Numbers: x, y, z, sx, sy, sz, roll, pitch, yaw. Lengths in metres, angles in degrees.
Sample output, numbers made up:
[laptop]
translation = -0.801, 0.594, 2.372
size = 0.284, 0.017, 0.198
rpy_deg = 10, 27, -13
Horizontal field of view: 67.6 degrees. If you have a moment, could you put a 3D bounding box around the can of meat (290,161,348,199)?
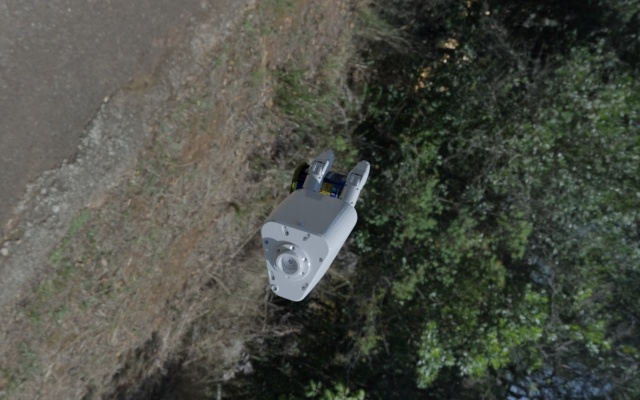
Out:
[can of meat]
translation = 0.000, 0.003, 0.718
size = 0.084, 0.102, 0.057
rpy_deg = 17, 21, 14
